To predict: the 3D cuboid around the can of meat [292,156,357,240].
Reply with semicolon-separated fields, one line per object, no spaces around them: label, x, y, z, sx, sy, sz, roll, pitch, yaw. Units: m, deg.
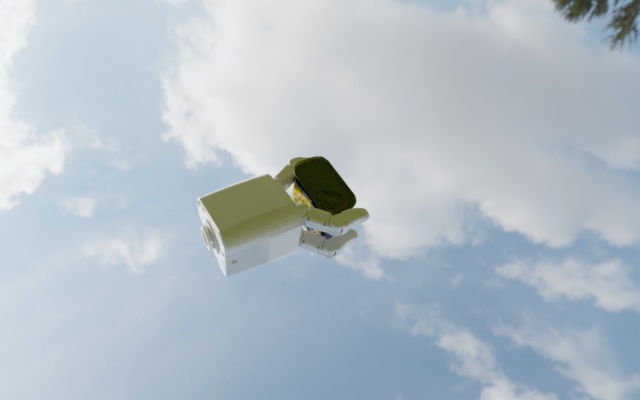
can of meat;0.000;0.002;0.689;0.057;0.102;0.084;-23;-30;-25
